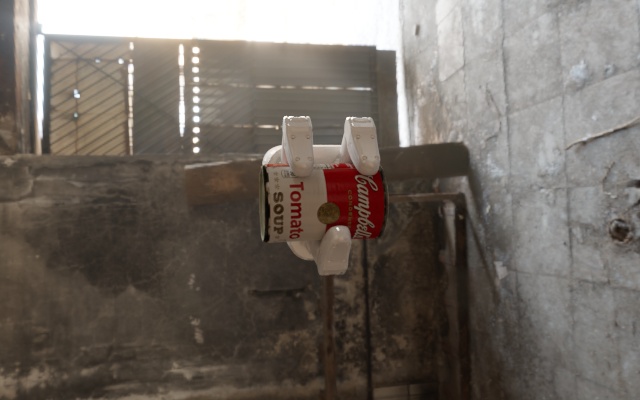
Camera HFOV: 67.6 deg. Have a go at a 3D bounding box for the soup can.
[{"bbox_3d":[0.000,0.002,0.412,0.102,0.068,0.068,-1,0,-11],"label":"soup can"}]
